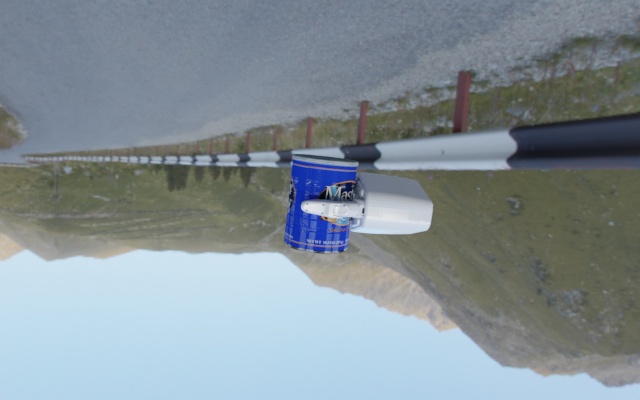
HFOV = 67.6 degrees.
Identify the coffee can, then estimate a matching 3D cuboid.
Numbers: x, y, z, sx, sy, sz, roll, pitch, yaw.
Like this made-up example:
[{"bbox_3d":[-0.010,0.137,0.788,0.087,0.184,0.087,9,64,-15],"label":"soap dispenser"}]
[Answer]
[{"bbox_3d":[0.000,0.002,0.749,0.103,0.140,0.103,6,8,-1],"label":"coffee can"}]
